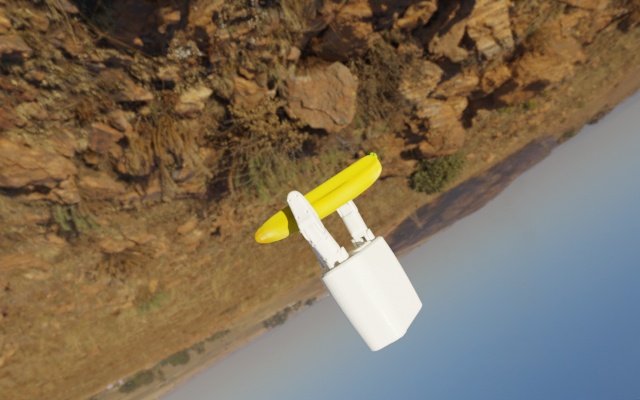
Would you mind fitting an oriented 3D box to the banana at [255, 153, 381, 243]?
[{"bbox_3d":[0.006,-0.002,0.595,0.198,0.037,0.069,-33,0,-13],"label":"banana"}]
